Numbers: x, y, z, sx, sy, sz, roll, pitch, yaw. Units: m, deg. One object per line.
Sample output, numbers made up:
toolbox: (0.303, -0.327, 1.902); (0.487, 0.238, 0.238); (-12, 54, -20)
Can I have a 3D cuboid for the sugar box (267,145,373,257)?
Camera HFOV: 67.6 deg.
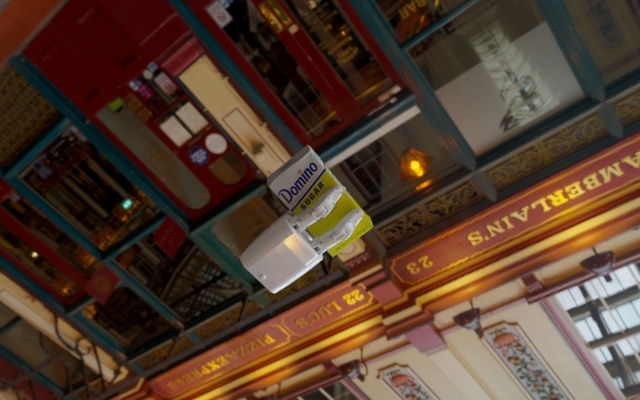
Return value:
sugar box: (0.000, 0.003, 0.809); (0.093, 0.176, 0.048); (-39, 22, 9)
